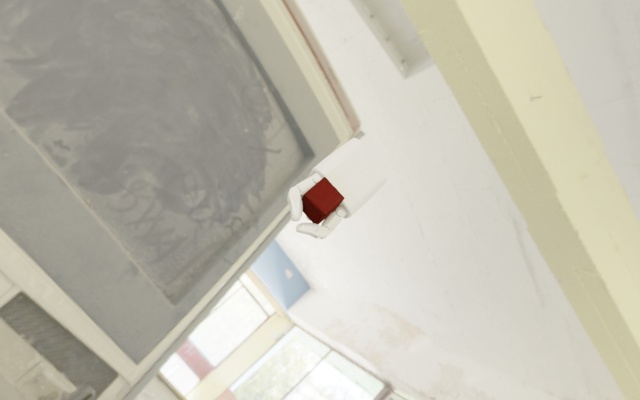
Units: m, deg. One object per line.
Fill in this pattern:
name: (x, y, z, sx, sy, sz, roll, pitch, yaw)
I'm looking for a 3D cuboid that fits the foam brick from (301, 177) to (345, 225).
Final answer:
foam brick: (0.000, 0.003, 0.842, 0.051, 0.053, 0.078, -40, -5, -19)
